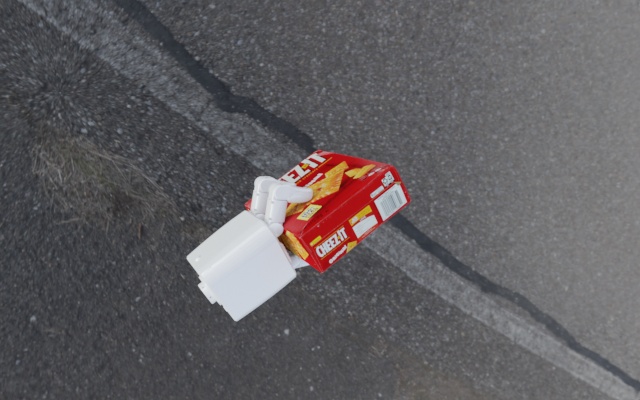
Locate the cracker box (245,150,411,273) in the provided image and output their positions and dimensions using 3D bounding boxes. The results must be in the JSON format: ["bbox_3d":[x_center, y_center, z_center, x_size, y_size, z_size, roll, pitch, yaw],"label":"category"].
[{"bbox_3d":[0.000,0.002,0.704,0.164,0.072,0.213,-37,26,-17],"label":"cracker box"}]
